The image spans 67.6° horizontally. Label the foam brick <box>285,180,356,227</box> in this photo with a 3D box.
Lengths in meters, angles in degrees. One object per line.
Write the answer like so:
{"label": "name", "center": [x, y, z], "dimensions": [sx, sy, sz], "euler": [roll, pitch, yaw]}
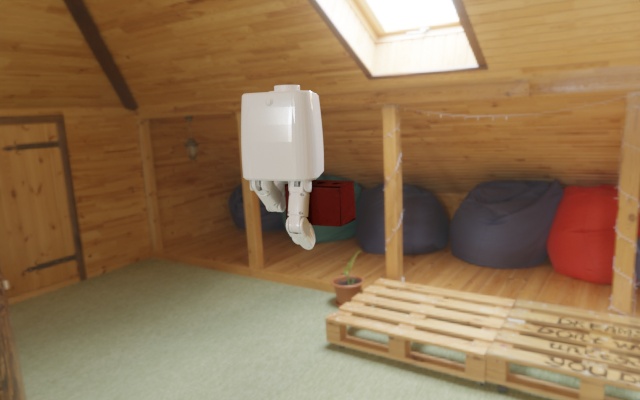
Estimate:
{"label": "foam brick", "center": [0.000, 0.002, 0.611], "dimensions": [0.078, 0.051, 0.053], "euler": [3, 10, 22]}
